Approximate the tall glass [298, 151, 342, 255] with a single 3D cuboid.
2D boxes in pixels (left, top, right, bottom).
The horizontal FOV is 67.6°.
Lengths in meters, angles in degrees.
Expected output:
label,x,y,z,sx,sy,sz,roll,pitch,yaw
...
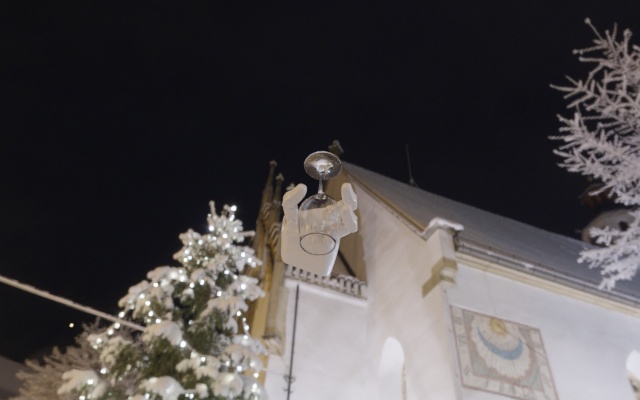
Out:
label,x,y,z,sx,sy,sz,roll,pitch,yaw
tall glass,0.000,0.002,0.876,0.079,0.200,0.079,2,-44,2
